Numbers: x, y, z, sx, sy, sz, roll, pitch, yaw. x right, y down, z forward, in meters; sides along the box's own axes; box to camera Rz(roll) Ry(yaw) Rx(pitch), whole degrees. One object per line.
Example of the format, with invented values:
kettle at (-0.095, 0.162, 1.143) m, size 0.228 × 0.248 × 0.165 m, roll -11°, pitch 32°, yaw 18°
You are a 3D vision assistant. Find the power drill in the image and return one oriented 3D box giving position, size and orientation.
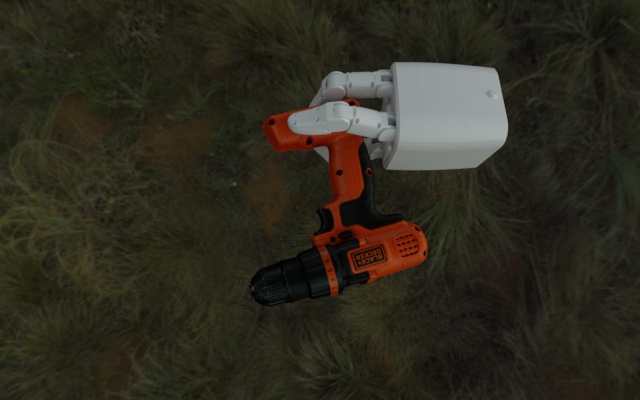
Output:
power drill at (0.000, 0.001, 0.488) m, size 0.184 × 0.187 × 0.057 m, roll -15°, pitch -5°, yaw -12°
